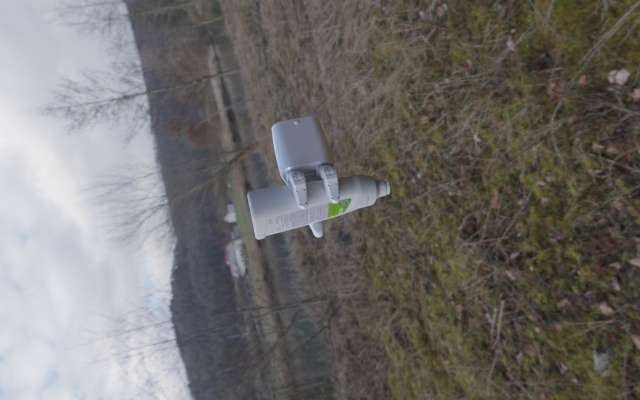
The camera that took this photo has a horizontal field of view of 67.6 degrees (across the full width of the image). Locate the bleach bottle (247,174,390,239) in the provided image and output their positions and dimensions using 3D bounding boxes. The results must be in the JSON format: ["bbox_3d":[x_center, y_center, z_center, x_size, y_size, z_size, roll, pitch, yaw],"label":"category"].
[{"bbox_3d":[0.000,0.003,0.858,0.251,0.068,0.103,-11,-25,-9],"label":"bleach bottle"}]
